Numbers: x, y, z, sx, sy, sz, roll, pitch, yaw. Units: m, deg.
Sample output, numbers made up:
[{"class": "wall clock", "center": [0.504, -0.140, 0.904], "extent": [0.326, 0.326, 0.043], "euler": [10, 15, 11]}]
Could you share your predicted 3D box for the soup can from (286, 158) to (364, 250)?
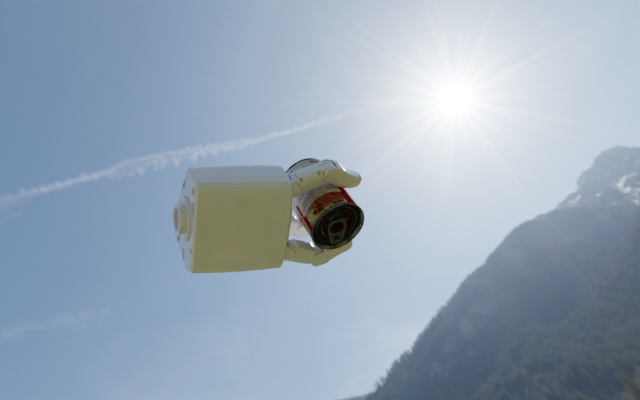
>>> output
[{"class": "soup can", "center": [0.000, 0.002, 0.586], "extent": [0.068, 0.068, 0.102], "euler": [0, 36, -31]}]
